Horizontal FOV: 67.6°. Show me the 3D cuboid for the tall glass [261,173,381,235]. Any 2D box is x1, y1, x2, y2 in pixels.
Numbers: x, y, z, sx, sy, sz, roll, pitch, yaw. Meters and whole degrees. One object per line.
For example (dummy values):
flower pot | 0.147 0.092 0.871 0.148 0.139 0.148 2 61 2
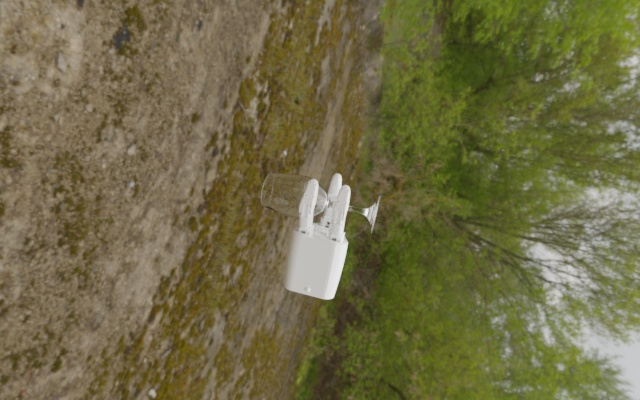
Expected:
tall glass | 0.001 0.003 0.837 0.201 0.079 0.079 13 2 8
